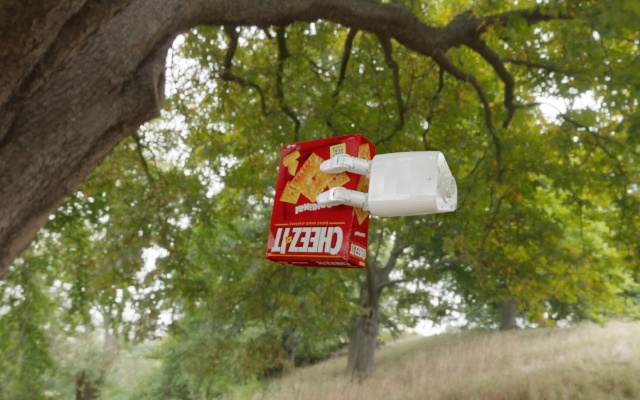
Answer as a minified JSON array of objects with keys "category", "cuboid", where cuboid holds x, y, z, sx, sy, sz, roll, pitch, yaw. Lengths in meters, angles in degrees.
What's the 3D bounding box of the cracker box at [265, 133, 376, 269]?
[{"category":"cracker box","cuboid":[0.000,0.003,0.813,0.164,0.213,0.072,-3,-19,33]}]
